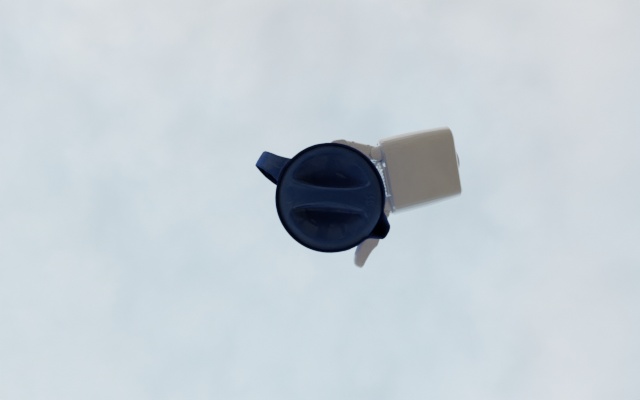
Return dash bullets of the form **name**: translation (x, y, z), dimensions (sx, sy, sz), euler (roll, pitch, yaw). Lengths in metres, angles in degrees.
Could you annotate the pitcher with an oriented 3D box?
- **pitcher**: translation (0.000, 0.002, 0.683), dimensions (0.145, 0.149, 0.243), euler (-15, -6, -3)
